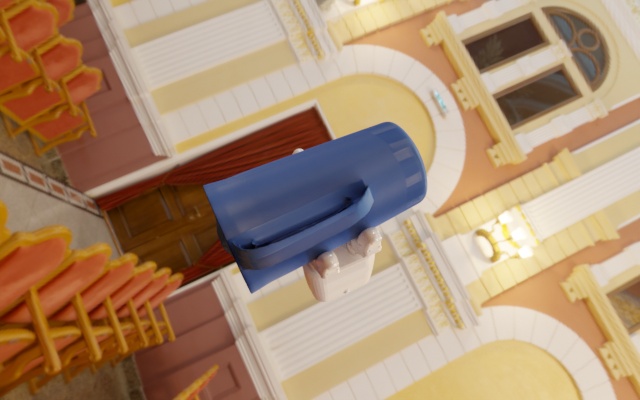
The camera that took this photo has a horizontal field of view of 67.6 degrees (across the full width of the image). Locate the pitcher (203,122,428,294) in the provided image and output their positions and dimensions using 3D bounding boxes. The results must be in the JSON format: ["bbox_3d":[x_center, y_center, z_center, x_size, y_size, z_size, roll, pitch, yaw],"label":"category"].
[{"bbox_3d":[0.000,0.002,0.550,0.243,0.149,0.145,-24,-29,-10],"label":"pitcher"}]
